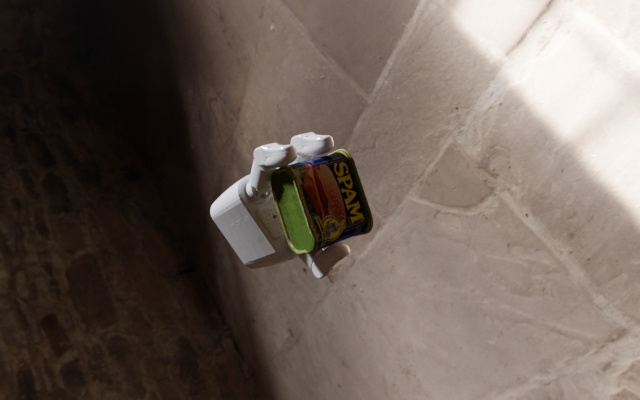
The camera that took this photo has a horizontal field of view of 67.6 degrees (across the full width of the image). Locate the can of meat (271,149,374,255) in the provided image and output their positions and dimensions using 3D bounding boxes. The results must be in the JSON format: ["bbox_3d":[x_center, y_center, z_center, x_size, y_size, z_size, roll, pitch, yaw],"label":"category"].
[{"bbox_3d":[0.000,0.002,0.529,0.084,0.102,0.057,-18,-1,-36],"label":"can of meat"}]
